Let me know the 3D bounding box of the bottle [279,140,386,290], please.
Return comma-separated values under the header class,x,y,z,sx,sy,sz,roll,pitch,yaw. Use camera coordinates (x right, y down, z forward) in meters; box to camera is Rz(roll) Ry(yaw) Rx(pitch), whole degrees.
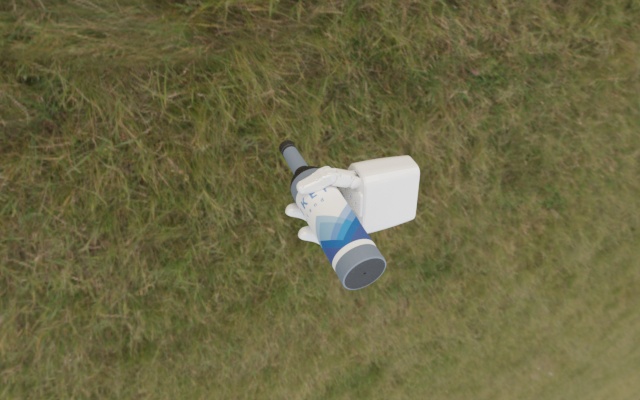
class,x,y,z,sx,sy,sz,roll,pitch,yaw
bottle,0.000,0.003,0.737,0.069,0.069,0.295,0,41,-33
